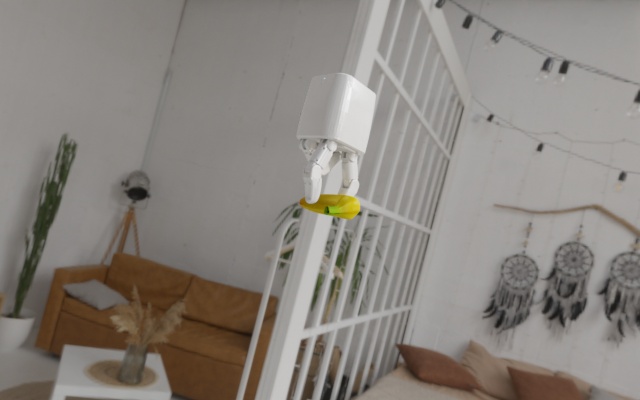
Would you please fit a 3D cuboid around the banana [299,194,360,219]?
[{"bbox_3d":[0.019,0.007,0.755,0.069,0.037,0.198,13,-2,-13],"label":"banana"}]
